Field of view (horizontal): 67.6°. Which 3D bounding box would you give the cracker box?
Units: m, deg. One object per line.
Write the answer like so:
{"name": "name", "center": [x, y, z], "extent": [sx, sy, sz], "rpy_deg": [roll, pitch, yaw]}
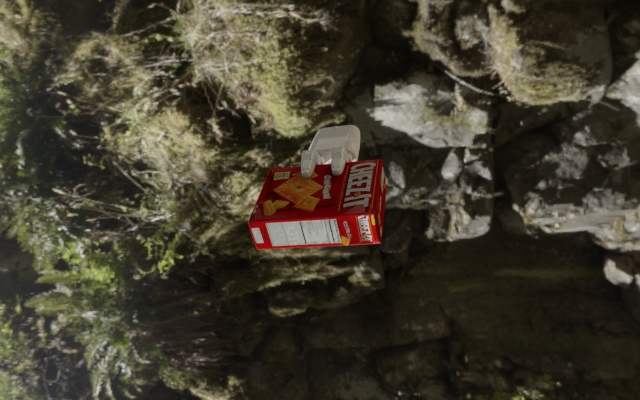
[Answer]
{"name": "cracker box", "center": [0.000, 0.003, 0.826], "extent": [0.214, 0.072, 0.164], "rpy_deg": [-5, 35, 14]}
